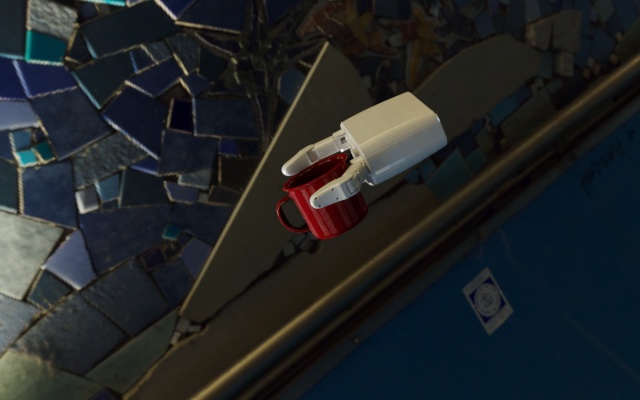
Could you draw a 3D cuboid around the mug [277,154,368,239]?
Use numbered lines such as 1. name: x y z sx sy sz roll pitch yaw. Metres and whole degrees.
1. mug: -0.001 0.003 0.624 0.117 0.081 0.093 -27 15 3
